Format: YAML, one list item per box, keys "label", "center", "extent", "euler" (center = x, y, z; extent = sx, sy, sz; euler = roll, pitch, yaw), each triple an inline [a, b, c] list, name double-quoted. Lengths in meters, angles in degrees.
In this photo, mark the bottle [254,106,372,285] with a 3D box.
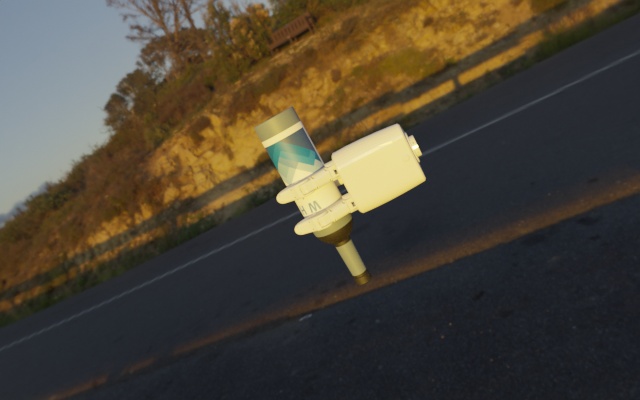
- label: "bottle"
  center: [0.000, 0.002, 0.735]
  extent: [0.069, 0.296, 0.069]
  euler: [-28, 12, 6]
